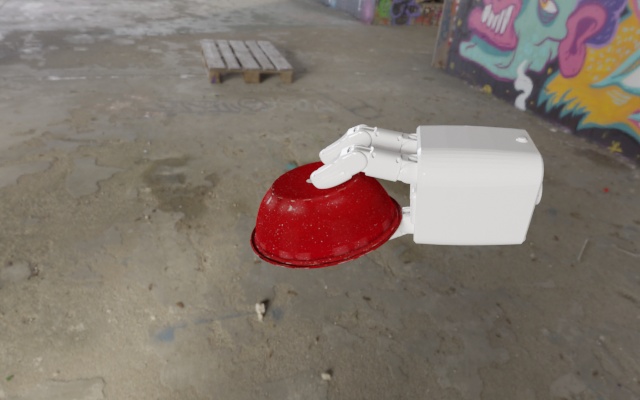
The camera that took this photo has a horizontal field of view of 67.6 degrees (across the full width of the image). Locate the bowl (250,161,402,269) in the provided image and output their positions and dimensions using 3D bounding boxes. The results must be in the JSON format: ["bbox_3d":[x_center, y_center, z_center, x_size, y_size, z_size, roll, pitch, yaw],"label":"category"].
[{"bbox_3d":[-0.001,0.002,0.492,0.162,0.055,0.162,-10,26,5],"label":"bowl"}]
